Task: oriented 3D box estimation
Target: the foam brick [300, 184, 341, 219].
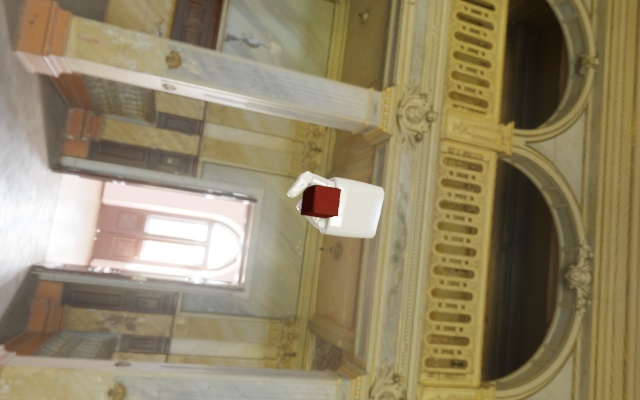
[{"bbox_3d":[0.000,0.003,0.885,0.051,0.053,0.078,9,-7,-18],"label":"foam brick"}]
